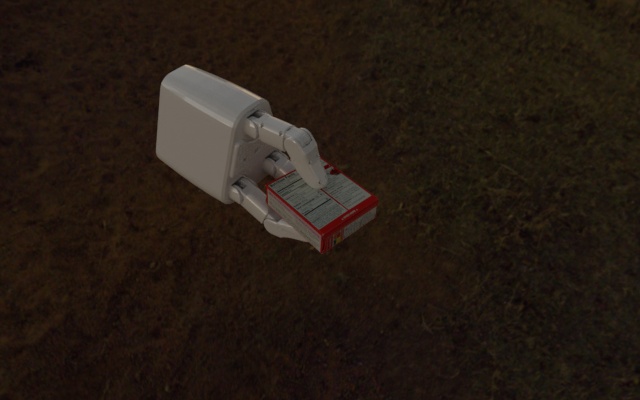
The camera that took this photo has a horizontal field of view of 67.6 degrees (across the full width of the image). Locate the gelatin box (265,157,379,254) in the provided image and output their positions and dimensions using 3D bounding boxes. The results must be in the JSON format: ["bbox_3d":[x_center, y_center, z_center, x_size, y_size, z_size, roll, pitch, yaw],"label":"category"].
[{"bbox_3d":[0.000,0.001,0.469,0.073,0.030,0.089,-31,53,-30],"label":"gelatin box"}]
